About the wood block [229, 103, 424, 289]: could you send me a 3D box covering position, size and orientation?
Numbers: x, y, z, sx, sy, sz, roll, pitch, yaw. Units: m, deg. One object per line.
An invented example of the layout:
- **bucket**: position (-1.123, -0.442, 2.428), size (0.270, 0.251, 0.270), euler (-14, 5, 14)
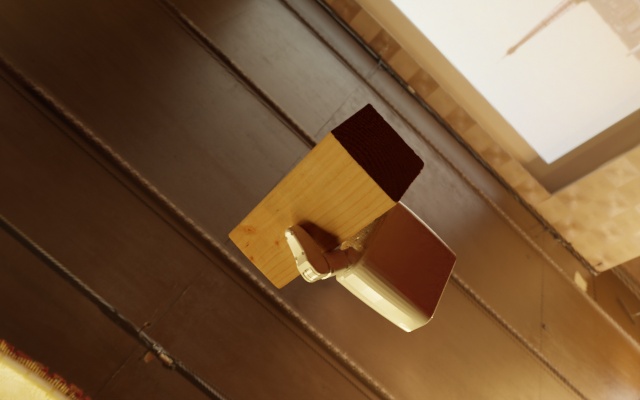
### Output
- **wood block**: position (0.000, 0.002, 0.524), size (0.206, 0.090, 0.090), euler (-41, 2, 40)
